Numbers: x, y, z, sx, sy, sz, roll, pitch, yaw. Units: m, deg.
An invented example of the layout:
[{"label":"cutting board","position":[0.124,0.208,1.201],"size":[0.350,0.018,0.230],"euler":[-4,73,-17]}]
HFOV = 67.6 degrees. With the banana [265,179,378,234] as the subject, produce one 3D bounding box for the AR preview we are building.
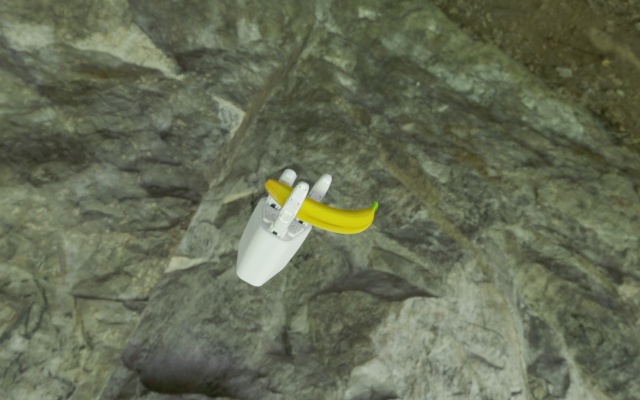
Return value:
[{"label":"banana","position":[0.006,0.016,0.754],"size":[0.198,0.037,0.069],"euler":[13,39,-22]}]
